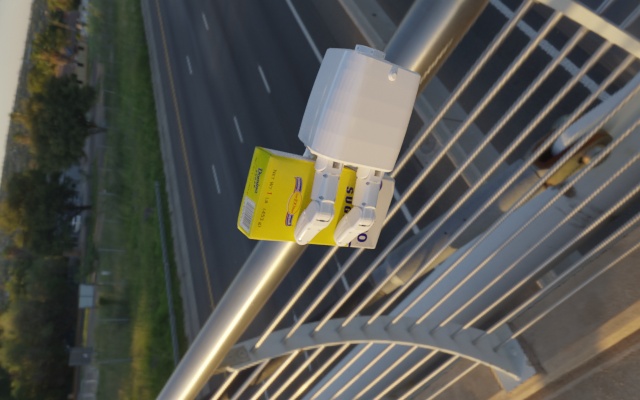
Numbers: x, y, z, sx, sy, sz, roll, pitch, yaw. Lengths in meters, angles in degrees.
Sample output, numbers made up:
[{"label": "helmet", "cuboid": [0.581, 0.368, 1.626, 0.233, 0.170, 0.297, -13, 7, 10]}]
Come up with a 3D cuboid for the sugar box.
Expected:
[{"label": "sugar box", "cuboid": [0.000, 0.002, 0.545, 0.176, 0.093, 0.048, 8, 15, -33]}]
